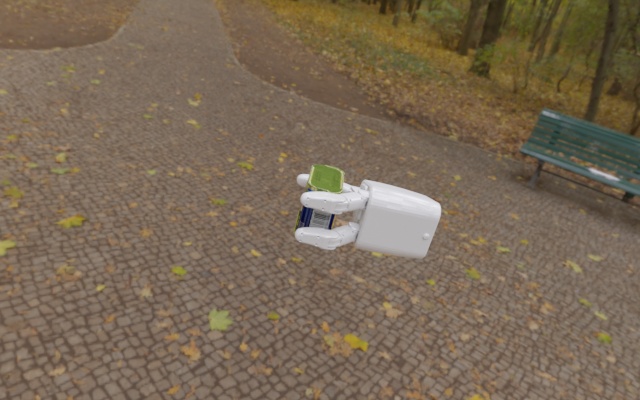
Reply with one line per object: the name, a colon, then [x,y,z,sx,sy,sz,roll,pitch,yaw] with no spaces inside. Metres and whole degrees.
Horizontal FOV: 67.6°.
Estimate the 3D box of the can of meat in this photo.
can of meat: [0.000,0.002,0.707,0.057,0.084,0.102,14,25,-2]
